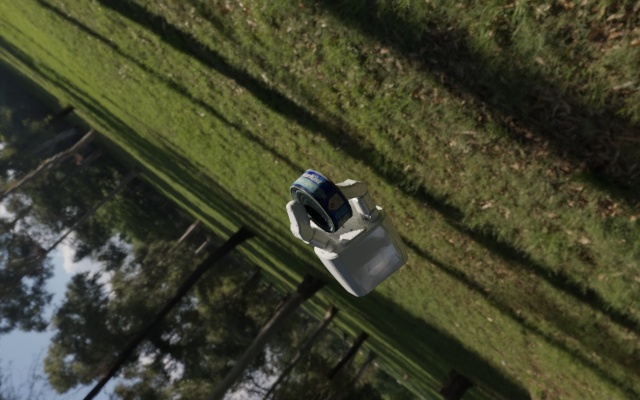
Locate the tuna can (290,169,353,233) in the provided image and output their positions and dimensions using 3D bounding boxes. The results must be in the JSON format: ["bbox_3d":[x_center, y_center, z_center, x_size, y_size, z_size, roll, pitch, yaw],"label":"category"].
[{"bbox_3d":[0.000,0.002,0.625,0.033,0.086,0.086,-43,16,-17],"label":"tuna can"}]
